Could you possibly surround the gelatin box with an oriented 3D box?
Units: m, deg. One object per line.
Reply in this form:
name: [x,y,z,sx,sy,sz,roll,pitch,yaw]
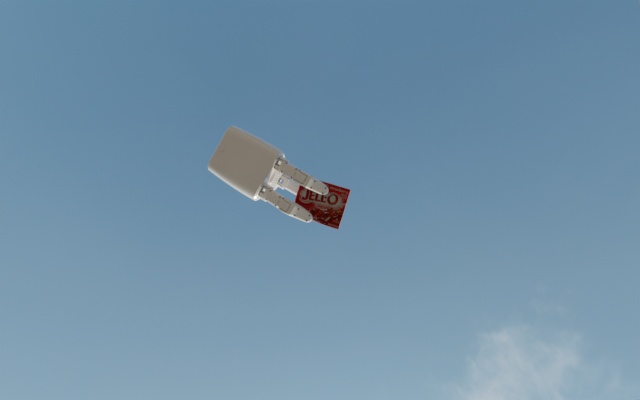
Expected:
gelatin box: [0.000,0.003,0.839,0.089,0.073,0.030,17,4,0]
